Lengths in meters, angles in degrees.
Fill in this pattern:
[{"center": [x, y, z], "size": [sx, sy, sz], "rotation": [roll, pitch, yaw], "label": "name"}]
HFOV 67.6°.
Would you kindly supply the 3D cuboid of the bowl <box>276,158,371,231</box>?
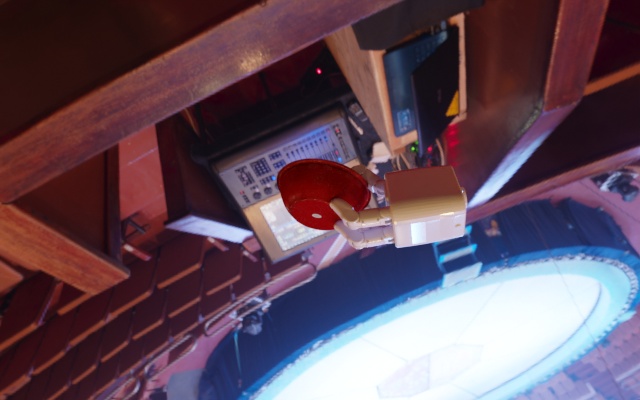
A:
[{"center": [-0.001, 0.003, 0.785], "size": [0.162, 0.055, 0.162], "rotation": [9, -33, 6], "label": "bowl"}]
